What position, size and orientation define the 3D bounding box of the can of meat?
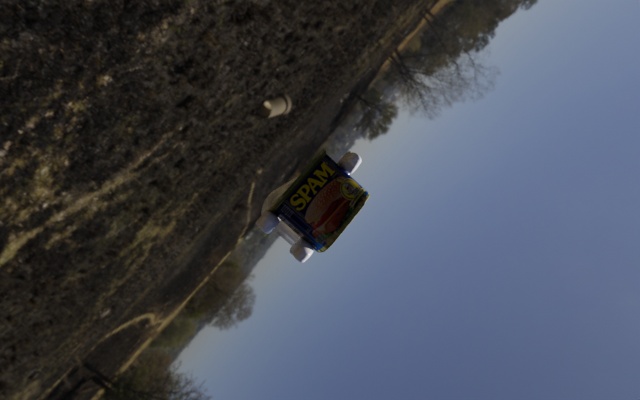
[{"bbox_3d":[0.000,0.002,0.592,0.084,0.102,0.057,42,-19,-4],"label":"can of meat"}]
